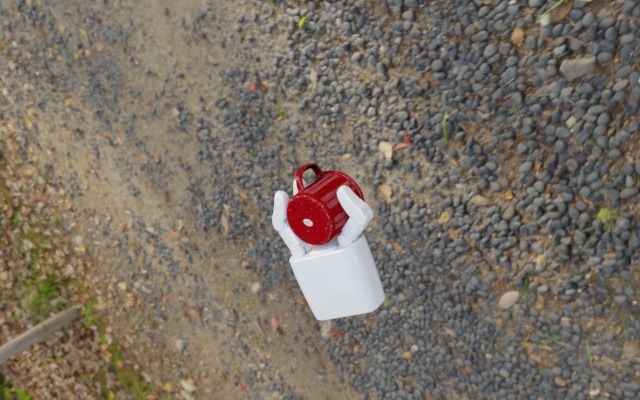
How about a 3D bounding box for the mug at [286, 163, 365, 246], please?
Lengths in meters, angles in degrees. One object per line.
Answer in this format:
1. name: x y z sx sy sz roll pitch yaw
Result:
1. mug: -0.001 0.001 0.687 0.093 0.117 0.081 -13 15 40
